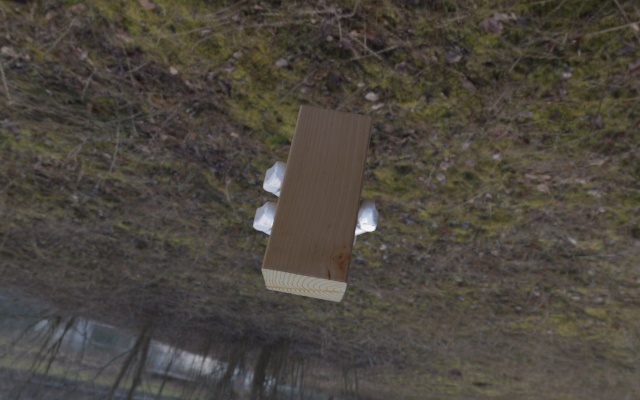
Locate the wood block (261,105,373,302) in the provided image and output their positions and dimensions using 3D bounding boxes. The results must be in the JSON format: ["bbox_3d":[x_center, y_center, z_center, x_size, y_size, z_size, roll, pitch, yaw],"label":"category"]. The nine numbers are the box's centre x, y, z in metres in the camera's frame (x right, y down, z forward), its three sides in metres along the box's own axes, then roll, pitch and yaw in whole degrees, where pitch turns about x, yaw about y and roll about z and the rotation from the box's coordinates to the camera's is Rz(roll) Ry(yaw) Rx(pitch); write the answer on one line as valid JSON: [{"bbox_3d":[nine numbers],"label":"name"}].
[{"bbox_3d":[0.000,0.002,0.563,0.091,0.206,0.090,10,-24,2],"label":"wood block"}]
